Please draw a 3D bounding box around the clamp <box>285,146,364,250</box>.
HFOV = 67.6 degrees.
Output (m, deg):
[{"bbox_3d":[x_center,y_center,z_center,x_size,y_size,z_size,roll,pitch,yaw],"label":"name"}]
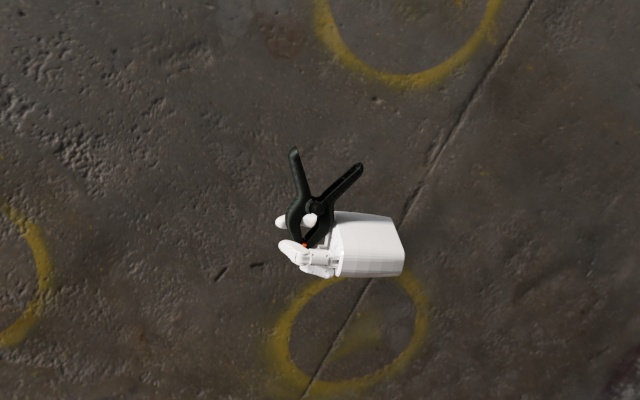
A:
[{"bbox_3d":[0.000,0.003,0.749,0.120,0.171,0.039,6,21,-8],"label":"clamp"}]
